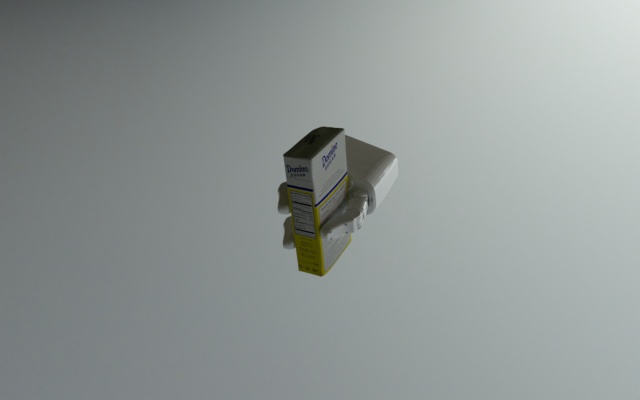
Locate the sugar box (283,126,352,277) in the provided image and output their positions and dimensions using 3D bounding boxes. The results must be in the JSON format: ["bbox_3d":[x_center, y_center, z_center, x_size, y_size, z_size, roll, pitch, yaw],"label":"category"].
[{"bbox_3d":[0.000,0.002,0.620,0.048,0.176,0.093,9,34,27],"label":"sugar box"}]
